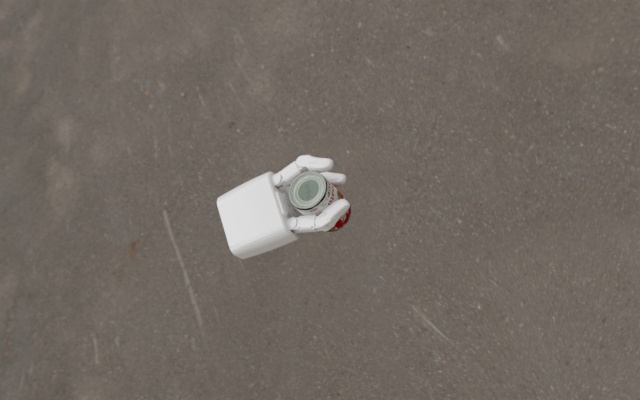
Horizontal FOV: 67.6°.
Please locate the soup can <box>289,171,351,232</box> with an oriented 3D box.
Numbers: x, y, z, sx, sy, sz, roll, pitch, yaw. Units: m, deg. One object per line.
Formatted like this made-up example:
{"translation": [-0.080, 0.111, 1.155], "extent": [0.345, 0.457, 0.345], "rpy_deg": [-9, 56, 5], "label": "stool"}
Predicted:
{"translation": [0.000, 0.002, 0.774], "extent": [0.068, 0.068, 0.102], "rpy_deg": [0, -23, 27], "label": "soup can"}
